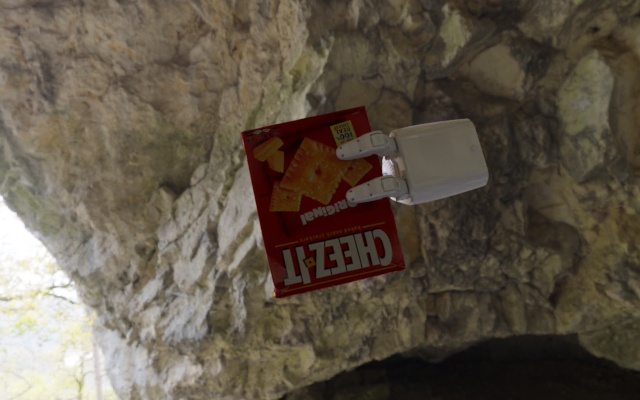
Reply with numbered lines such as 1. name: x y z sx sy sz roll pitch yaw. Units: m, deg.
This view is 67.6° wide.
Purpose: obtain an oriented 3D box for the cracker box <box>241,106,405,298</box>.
1. cracker box: 0.000 0.002 0.607 0.164 0.213 0.072 -12 -10 -5
